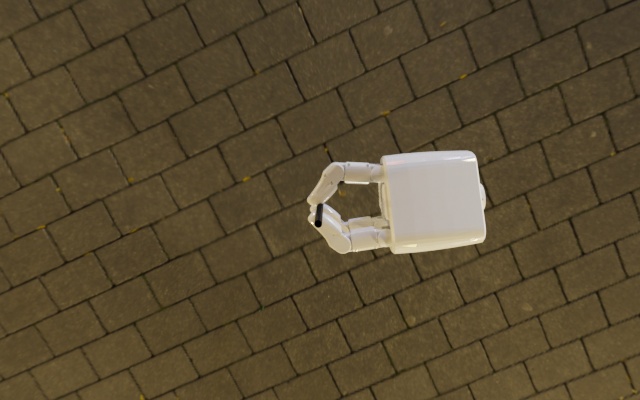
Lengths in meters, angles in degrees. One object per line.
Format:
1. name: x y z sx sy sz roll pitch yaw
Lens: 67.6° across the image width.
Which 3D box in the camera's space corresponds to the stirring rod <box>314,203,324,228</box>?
1. stirring rod: 0.000 0.002 0.595 0.011 0.011 0.239 0 10 1
